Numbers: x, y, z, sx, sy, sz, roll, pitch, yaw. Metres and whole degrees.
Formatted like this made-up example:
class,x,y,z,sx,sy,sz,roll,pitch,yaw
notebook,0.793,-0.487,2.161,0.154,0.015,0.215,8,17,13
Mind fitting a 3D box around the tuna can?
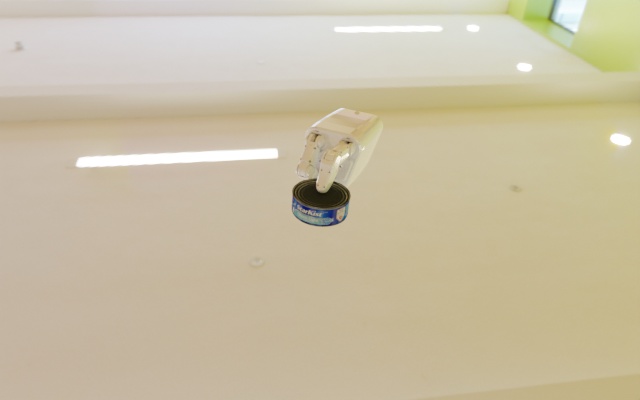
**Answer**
class,x,y,z,sx,sy,sz,roll,pitch,yaw
tuna can,0.000,0.003,0.703,0.086,0.034,0.086,4,31,-3
